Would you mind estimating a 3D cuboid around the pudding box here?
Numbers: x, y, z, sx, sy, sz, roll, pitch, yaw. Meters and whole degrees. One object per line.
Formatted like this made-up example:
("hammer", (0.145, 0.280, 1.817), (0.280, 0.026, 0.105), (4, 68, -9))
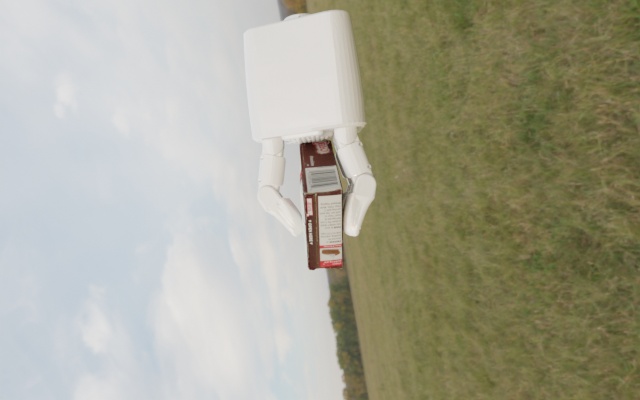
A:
("pudding box", (0.000, 0.002, 0.485), (0.039, 0.090, 0.113), (-4, 31, -1))
